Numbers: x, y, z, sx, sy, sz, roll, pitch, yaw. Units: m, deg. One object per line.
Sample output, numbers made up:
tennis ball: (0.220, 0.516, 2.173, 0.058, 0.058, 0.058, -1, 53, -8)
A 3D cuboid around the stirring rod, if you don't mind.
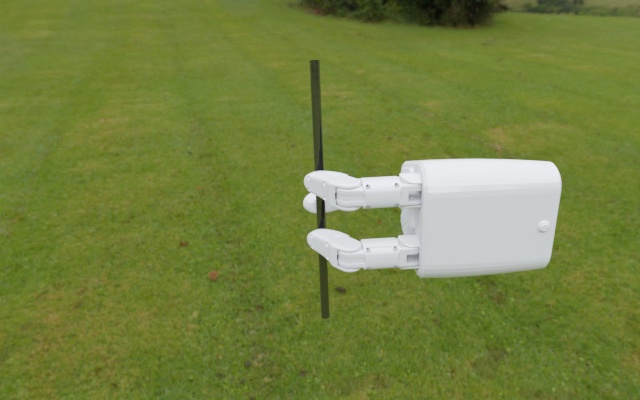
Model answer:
stirring rod: (0.000, 0.001, 0.421, 0.011, 0.240, 0.011, -2, 22, 1)
